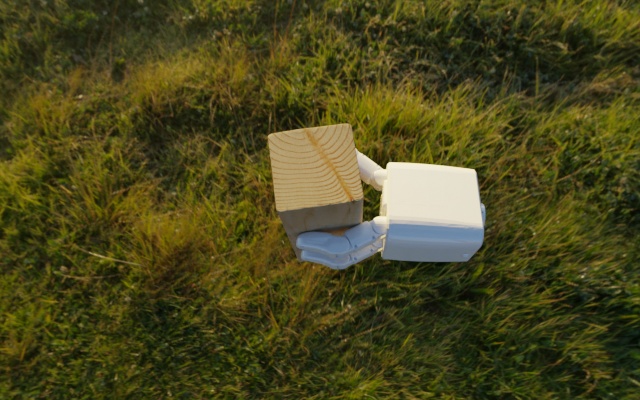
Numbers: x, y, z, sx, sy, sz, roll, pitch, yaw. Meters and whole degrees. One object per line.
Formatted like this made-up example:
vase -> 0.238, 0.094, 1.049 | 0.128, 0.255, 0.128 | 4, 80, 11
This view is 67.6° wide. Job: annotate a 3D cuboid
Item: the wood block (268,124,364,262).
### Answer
wood block -> 0.000, 0.002, 0.579 | 0.090, 0.090, 0.206 | -8, -22, 1
